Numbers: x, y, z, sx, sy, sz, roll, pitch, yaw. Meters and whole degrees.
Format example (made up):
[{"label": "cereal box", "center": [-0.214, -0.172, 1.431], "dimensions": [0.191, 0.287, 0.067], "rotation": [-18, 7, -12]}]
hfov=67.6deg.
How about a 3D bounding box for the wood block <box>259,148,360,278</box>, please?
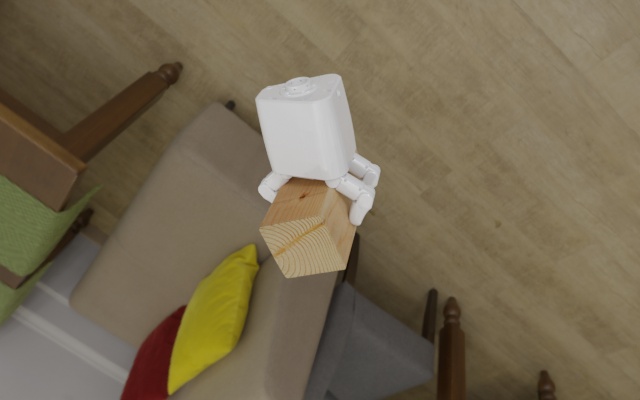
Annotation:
[{"label": "wood block", "center": [0.000, 0.002, 0.679], "dimensions": [0.091, 0.090, 0.206], "rotation": [-12, 31, 23]}]
